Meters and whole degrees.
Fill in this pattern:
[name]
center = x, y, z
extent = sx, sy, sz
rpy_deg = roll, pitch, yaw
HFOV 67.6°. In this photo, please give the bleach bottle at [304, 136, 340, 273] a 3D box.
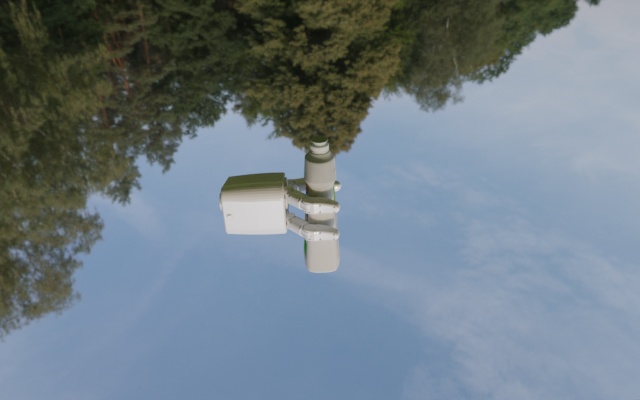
[bleach bottle]
center = 0.000, 0.003, 0.842
extent = 0.068, 0.251, 0.102
rpy_deg = -2, 32, -2
